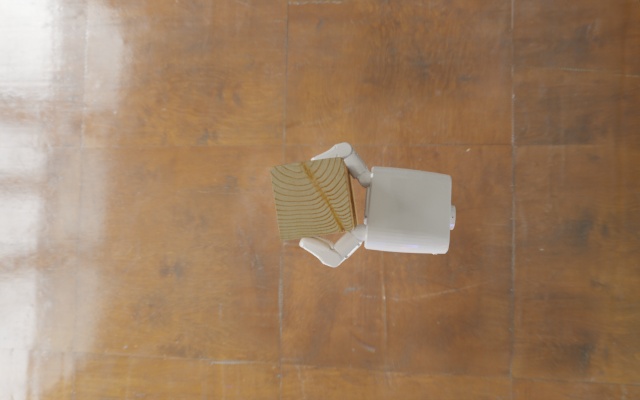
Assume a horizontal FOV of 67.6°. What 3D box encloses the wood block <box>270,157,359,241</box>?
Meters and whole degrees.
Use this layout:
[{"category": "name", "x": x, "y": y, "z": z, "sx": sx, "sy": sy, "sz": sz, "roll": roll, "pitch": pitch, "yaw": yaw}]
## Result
[{"category": "wood block", "x": 0.000, "y": 0.002, "z": 0.661, "sx": 0.090, "sy": 0.091, "sz": 0.206, "roll": -8, "pitch": -4, "yaw": 6}]
